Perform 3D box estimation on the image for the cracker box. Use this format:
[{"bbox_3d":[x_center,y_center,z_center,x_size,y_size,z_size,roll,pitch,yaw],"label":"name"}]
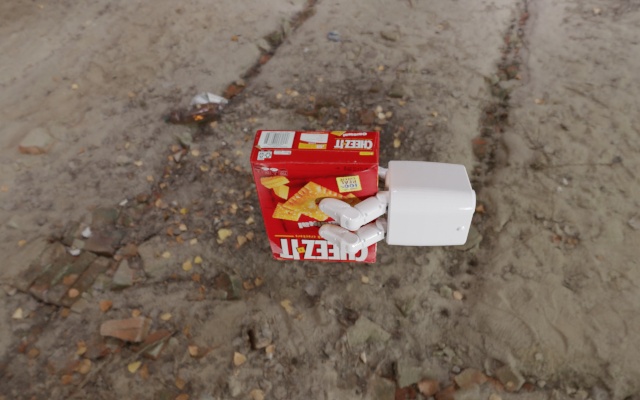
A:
[{"bbox_3d":[0.000,0.002,0.679,0.164,0.072,0.214,2,-42,7],"label":"cracker box"}]
